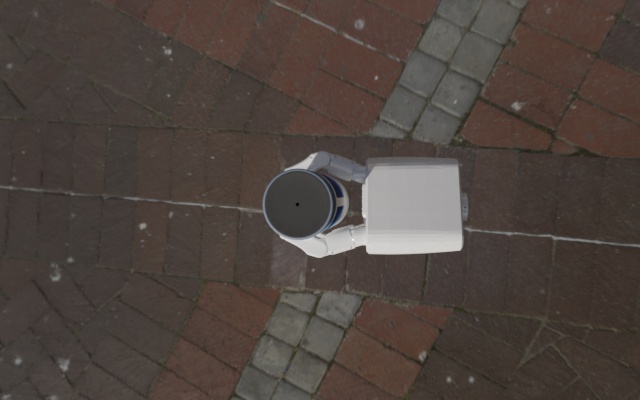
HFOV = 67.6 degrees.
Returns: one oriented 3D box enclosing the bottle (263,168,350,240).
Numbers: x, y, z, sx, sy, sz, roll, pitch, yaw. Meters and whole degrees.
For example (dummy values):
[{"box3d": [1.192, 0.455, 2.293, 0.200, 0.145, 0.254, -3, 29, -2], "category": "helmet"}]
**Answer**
[{"box3d": [0.000, 0.002, 0.584, 0.069, 0.069, 0.295, 0, 1, 8], "category": "bottle"}]
